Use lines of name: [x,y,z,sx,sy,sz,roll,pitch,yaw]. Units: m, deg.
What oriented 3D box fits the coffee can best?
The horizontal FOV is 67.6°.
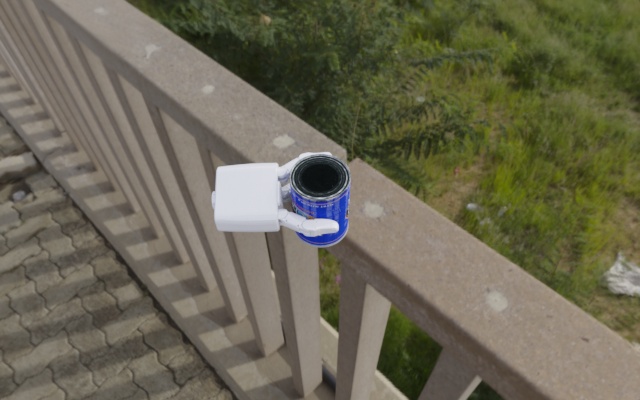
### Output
coffee can: [0.000,0.003,0.840,0.103,0.102,0.140,0,-38,1]
